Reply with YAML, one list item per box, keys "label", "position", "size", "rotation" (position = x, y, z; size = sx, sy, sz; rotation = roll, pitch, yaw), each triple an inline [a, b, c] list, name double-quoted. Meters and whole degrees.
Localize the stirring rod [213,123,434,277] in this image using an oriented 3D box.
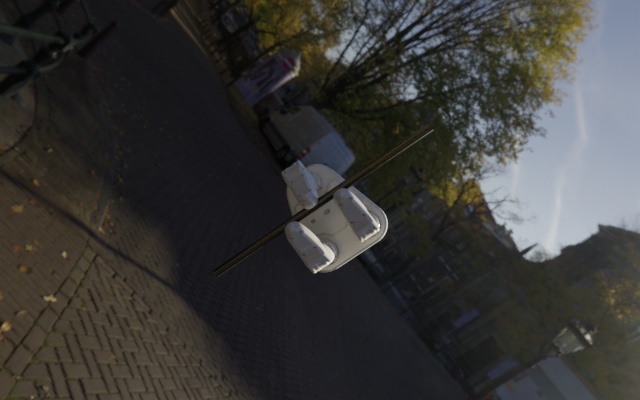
- label: "stirring rod"
  position: [0.000, 0.001, 0.439]
  size: [0.239, 0.011, 0.011]
  rotation: [-34, -4, 6]
